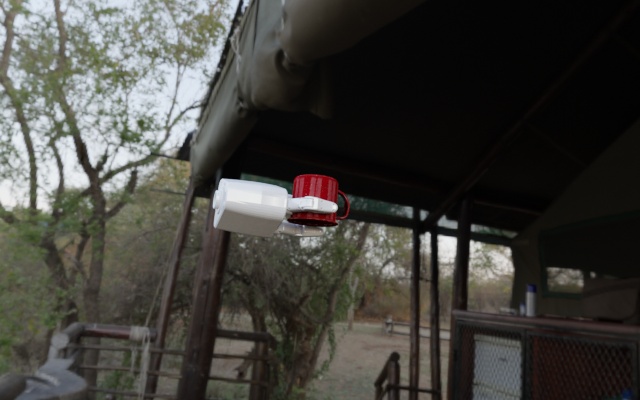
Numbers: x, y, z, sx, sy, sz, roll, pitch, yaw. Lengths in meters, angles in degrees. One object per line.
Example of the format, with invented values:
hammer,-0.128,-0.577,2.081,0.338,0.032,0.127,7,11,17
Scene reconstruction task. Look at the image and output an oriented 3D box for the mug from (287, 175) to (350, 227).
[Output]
mug,0.002,0.003,0.871,0.117,0.081,0.093,9,-12,-21
